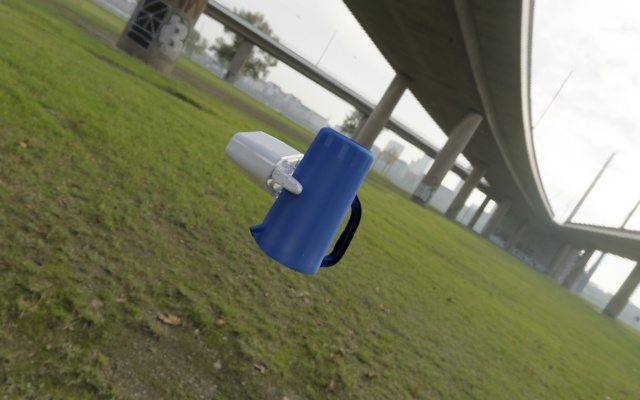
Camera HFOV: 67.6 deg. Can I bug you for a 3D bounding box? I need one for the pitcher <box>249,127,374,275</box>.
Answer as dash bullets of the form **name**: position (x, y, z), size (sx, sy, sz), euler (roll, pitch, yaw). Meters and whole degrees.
- **pitcher**: position (0.000, 0.003, 0.849), size (0.145, 0.243, 0.149), euler (32, 7, 17)
